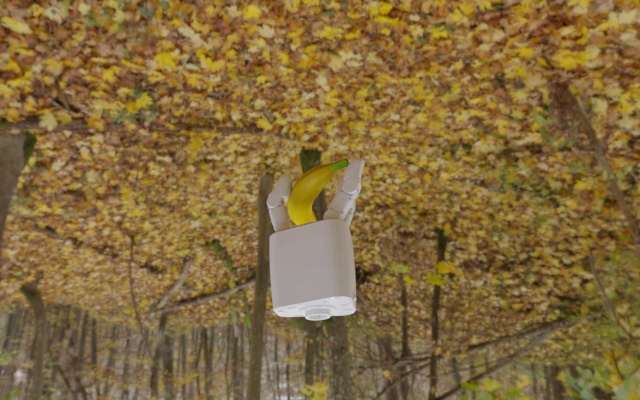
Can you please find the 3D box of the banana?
[{"bbox_3d":[-0.017,0.000,0.727,0.069,0.037,0.198,1,-28,-17],"label":"banana"}]
